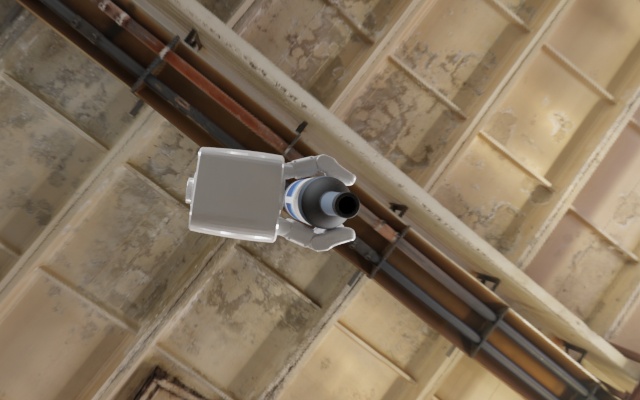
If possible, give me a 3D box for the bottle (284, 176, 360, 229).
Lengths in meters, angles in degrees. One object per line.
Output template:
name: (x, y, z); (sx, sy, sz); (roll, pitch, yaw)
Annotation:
bottle: (0.000, 0.002, 0.632); (0.069, 0.069, 0.295); (0, 1, -11)
